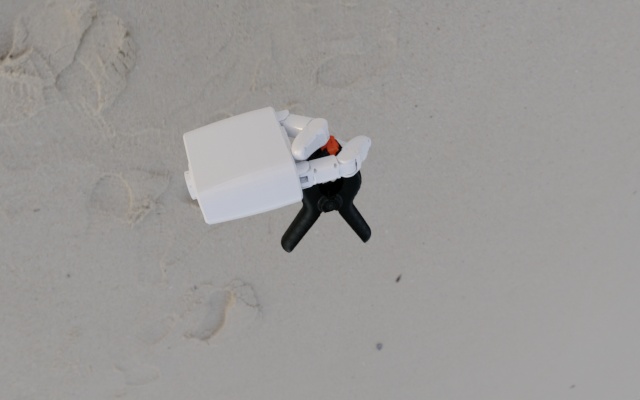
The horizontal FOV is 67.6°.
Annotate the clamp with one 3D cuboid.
[{"bbox_3d":[0.000,0.002,0.588,0.120,0.172,0.039,-17,40,-8],"label":"clamp"}]
